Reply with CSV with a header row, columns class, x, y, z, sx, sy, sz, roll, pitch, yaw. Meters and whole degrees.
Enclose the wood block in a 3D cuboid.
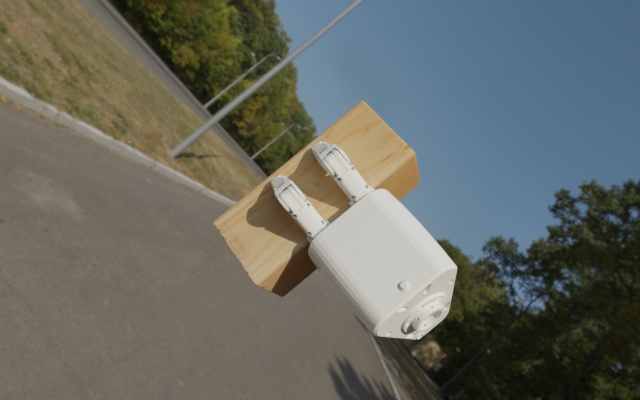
class,x,y,z,sx,sy,sz,roll,pitch,yaw
wood block,0.000,0.002,0.529,0.206,0.090,0.091,-39,-24,-1
